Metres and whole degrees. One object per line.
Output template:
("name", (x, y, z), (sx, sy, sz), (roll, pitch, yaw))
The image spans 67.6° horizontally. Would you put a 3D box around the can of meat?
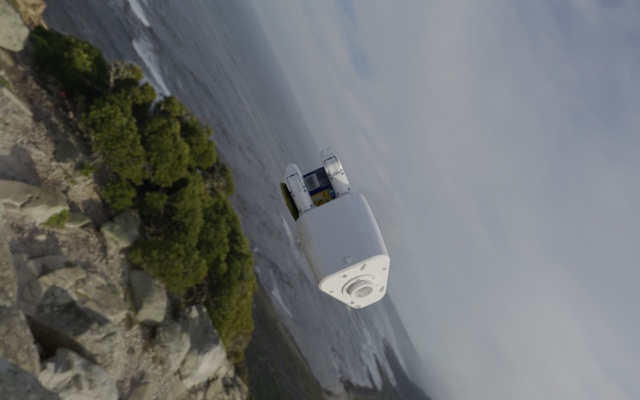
("can of meat", (0.000, 0.002, 0.693), (0.084, 0.057, 0.102), (-24, -45, 4))
